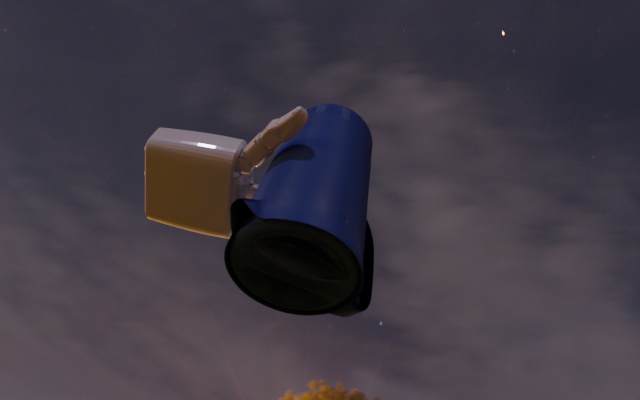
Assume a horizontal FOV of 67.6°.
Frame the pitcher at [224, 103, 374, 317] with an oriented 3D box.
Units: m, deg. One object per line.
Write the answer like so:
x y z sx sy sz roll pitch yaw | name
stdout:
0.000 0.002 0.536 0.145 0.149 0.242 9 41 6 | pitcher
